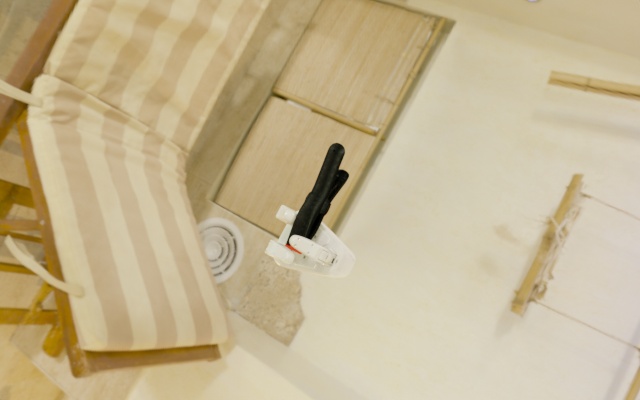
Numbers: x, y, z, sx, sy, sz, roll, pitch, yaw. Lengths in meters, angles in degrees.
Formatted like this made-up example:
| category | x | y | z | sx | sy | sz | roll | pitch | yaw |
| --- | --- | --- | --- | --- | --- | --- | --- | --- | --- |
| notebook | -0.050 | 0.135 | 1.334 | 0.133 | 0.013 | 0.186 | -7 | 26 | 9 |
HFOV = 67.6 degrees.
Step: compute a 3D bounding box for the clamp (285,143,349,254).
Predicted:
| category | x | y | z | sx | sy | sz | roll | pitch | yaw |
| --- | --- | --- | --- | --- | --- | --- | --- | --- | --- |
| clamp | 0.001 | 0.003 | 0.739 | 0.039 | 0.171 | 0.120 | 27 | -4 | 20 |
